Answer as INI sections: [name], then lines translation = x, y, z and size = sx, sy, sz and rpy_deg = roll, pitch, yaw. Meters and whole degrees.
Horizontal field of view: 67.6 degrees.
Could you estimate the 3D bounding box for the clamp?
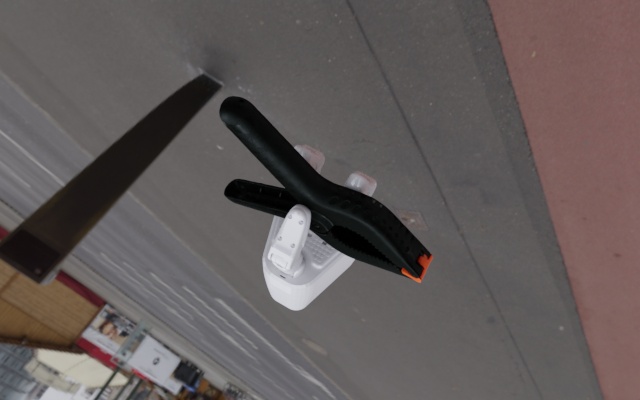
[clamp]
translation = 0.000, 0.002, 0.404
size = 0.210, 0.036, 0.165
rpy_deg = 28, -23, 10
